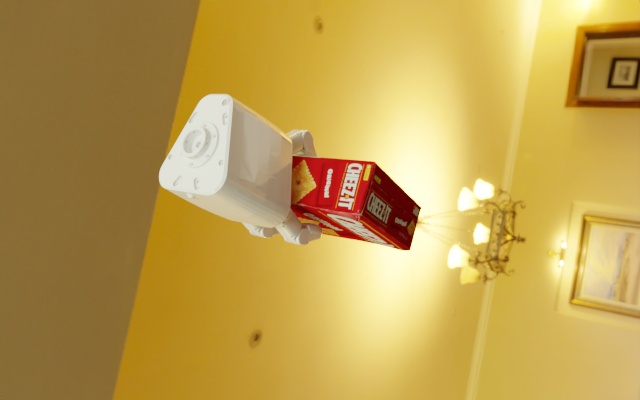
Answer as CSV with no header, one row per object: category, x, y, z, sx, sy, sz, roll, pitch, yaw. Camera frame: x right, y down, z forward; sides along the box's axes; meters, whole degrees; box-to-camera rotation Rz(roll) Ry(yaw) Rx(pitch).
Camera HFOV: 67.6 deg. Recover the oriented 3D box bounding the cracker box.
cracker box,0.000,0.002,0.623,0.213,0.072,0.164,8,-14,33
